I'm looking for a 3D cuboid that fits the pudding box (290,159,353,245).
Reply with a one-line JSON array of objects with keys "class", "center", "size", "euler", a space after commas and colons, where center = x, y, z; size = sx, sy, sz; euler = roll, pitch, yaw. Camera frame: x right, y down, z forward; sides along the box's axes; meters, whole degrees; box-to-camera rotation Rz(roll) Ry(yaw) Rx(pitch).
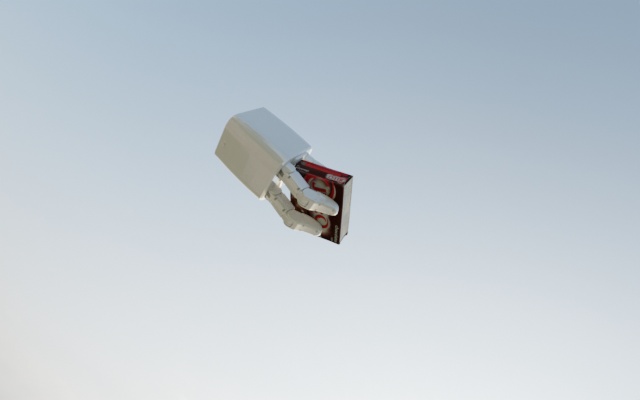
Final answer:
[{"class": "pudding box", "center": [0.000, 0.002, 0.729], "size": [0.090, 0.114, 0.039], "euler": [20, 41, 24]}]
